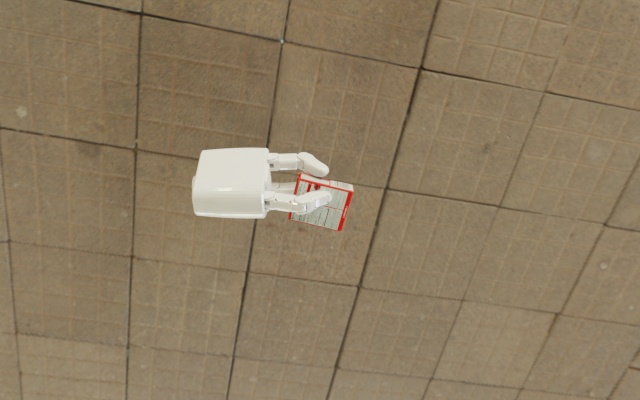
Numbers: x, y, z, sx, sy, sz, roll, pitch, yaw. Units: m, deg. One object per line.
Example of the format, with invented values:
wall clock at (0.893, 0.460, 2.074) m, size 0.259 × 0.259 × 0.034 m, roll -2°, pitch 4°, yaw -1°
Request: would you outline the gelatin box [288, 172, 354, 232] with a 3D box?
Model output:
gelatin box at (0.000, 0.003, 0.746) m, size 0.089 × 0.073 × 0.030 m, roll 13°, pitch 25°, yaw -3°
